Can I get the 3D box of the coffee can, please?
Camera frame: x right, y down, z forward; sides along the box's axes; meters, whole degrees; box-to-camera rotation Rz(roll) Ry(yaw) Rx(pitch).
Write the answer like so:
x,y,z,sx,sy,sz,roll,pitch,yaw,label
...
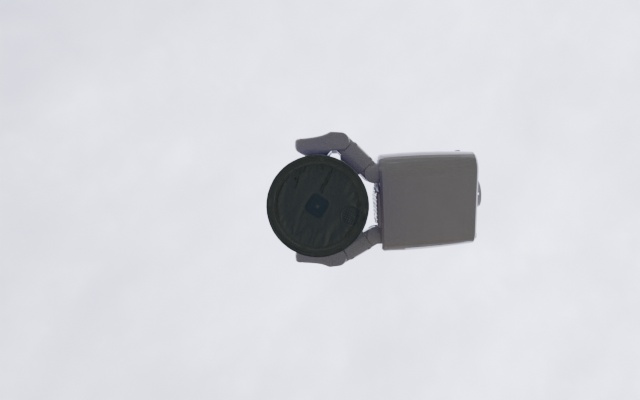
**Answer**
x,y,z,sx,sy,sz,roll,pitch,yaw,label
0.000,0.002,0.541,0.103,0.103,0.140,0,3,3,coffee can
